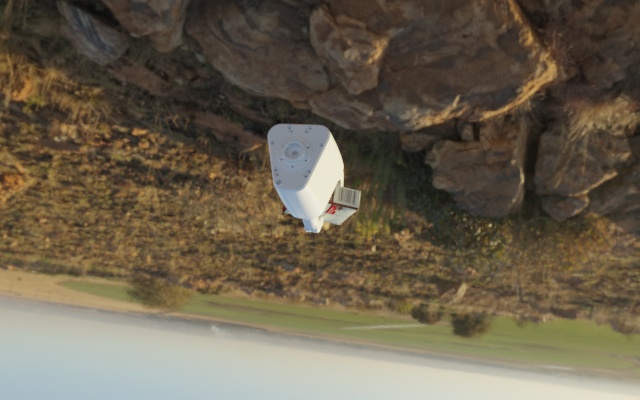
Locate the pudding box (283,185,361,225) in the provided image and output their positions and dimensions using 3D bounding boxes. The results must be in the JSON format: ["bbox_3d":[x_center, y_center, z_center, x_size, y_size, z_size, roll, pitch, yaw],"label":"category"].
[{"bbox_3d":[0.000,0.003,0.809,0.113,0.039,0.090,14,-23,-13],"label":"pudding box"}]
